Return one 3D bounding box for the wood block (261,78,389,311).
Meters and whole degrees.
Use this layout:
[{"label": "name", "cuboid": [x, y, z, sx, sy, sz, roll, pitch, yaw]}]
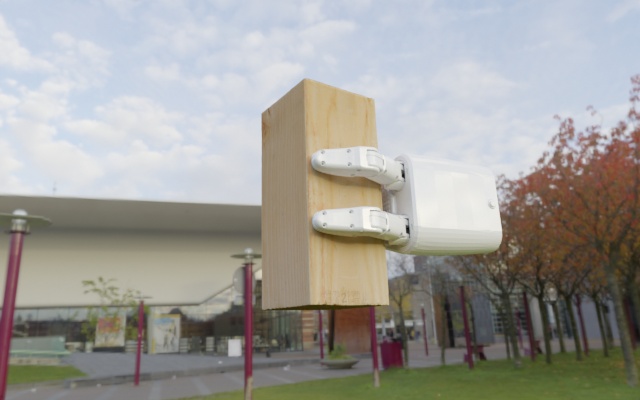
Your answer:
[{"label": "wood block", "cuboid": [0.000, 0.002, 0.473, 0.090, 0.206, 0.091, 8, -18, -33]}]
